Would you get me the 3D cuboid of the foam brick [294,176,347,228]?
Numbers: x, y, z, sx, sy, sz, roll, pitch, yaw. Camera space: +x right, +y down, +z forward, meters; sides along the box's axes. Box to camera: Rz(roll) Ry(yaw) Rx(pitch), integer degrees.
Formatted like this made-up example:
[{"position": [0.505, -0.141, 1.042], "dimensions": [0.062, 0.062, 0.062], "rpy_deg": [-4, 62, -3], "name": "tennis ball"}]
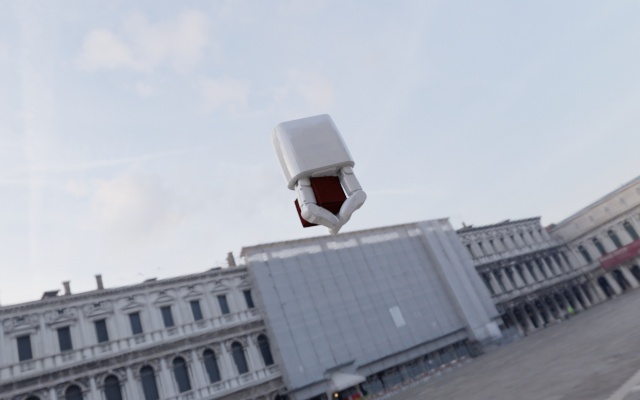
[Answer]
[{"position": [0.000, 0.003, 0.787], "dimensions": [0.053, 0.051, 0.078], "rpy_deg": [-7, -28, -35], "name": "foam brick"}]
